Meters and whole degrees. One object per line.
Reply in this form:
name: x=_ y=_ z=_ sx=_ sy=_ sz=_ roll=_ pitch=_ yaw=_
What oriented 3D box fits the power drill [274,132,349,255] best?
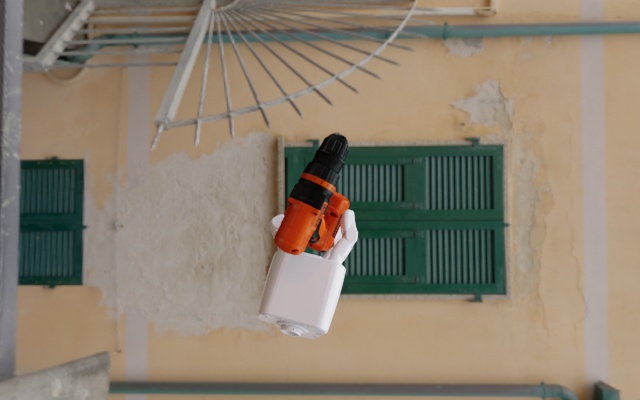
power drill: x=0.000 y=0.003 z=0.737 sx=0.057 sy=0.184 sz=0.188 roll=25 pitch=-7 yaw=15
